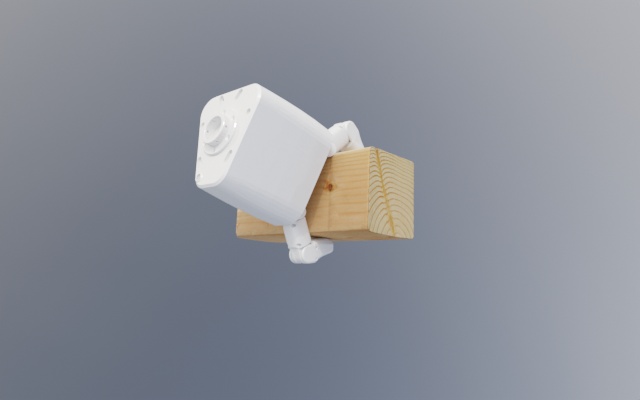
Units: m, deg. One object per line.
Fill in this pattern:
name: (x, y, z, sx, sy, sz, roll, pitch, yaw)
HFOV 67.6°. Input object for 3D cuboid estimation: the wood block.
wood block: (0.000, 0.002, 0.577, 0.206, 0.091, 0.090, -6, -12, 41)
